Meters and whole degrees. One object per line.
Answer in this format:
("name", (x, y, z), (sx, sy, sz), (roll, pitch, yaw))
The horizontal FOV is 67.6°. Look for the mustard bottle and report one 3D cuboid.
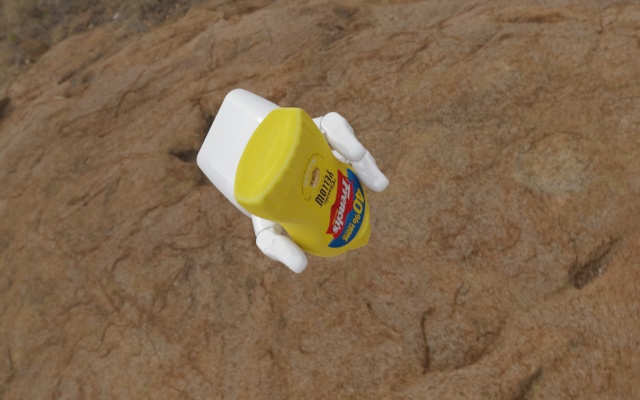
("mustard bottle", (0.000, 0.002, 0.466), (0.058, 0.096, 0.192), (6, -23, 35))
